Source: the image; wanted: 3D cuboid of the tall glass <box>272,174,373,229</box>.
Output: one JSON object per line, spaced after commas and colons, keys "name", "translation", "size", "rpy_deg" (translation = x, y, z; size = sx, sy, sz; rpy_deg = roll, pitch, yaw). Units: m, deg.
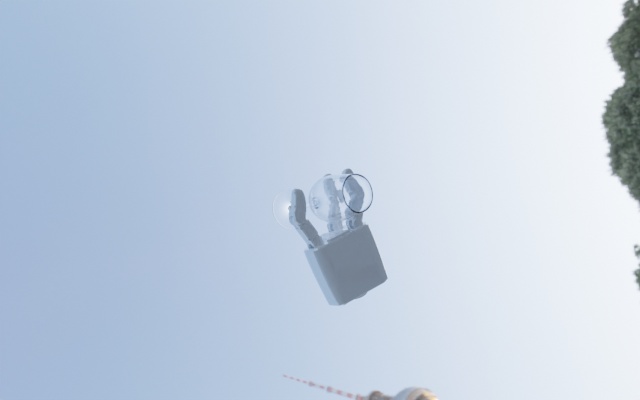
{"name": "tall glass", "translation": [0.000, 0.003, 0.811], "size": [0.079, 0.079, 0.201], "rpy_deg": [0, -8, -36]}
